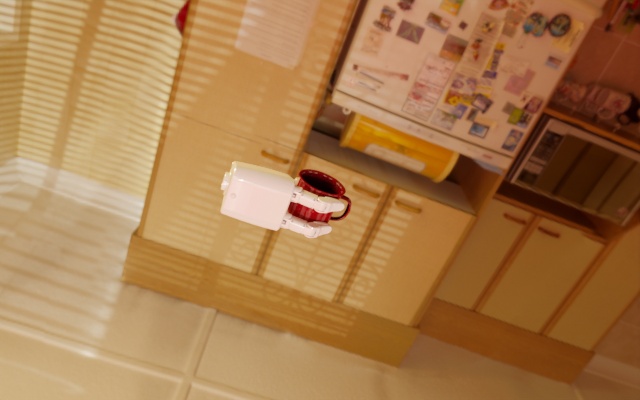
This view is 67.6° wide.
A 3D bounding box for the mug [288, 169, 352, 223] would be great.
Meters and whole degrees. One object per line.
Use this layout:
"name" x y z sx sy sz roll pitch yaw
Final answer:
"mug" 0.001 0.004 0.896 0.117 0.081 0.093 18 25 -13
